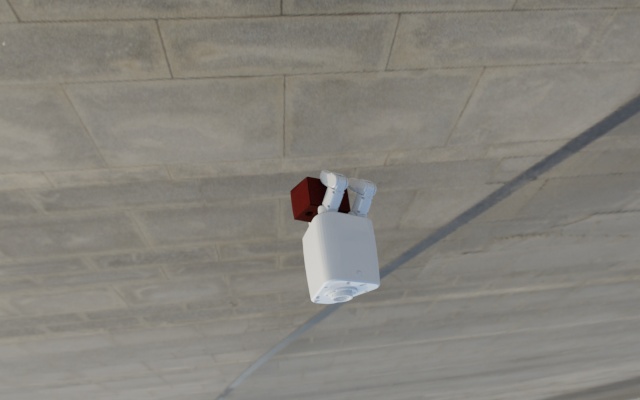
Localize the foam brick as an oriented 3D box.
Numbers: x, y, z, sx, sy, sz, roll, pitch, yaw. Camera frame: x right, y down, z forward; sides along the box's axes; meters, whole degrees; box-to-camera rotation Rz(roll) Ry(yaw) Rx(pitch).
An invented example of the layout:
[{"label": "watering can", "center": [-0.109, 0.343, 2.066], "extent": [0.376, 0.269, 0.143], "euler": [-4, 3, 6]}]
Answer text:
[{"label": "foam brick", "center": [0.000, 0.002, 0.749], "extent": [0.078, 0.051, 0.053], "euler": [11, -32, -30]}]
